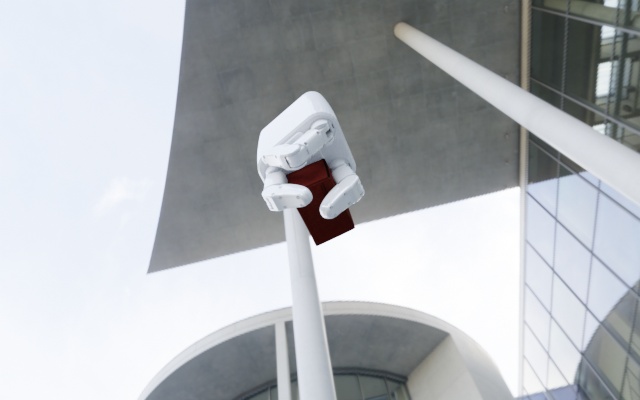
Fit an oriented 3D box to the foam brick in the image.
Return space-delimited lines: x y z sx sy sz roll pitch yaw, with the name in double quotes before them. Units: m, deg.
"foam brick" 0.000 0.002 0.558 0.053 0.078 0.051 -23 29 4
